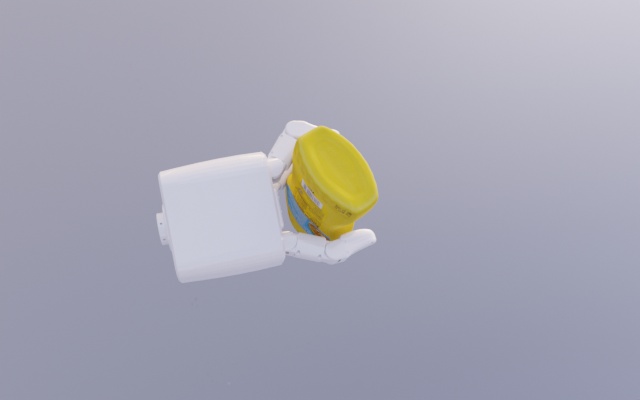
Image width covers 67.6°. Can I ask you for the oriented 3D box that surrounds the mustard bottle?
[{"bbox_3d":[0.000,0.002,0.533,0.058,0.096,0.192,-35,-11,-21],"label":"mustard bottle"}]
